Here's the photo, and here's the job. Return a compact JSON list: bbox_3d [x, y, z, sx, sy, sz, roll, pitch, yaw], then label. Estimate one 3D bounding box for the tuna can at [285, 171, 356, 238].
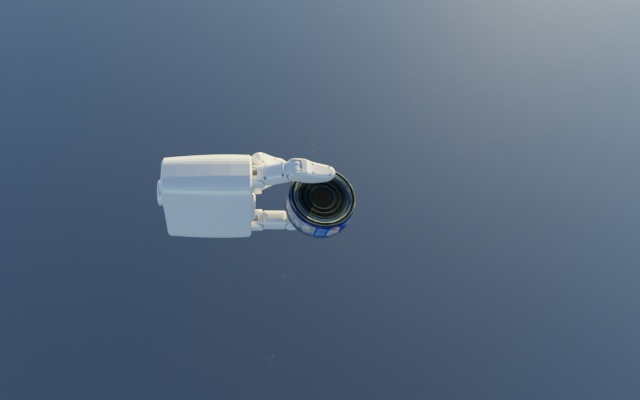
[{"bbox_3d":[0.000,0.002,0.599,0.086,0.086,0.034,0,-28,-13],"label":"tuna can"}]
